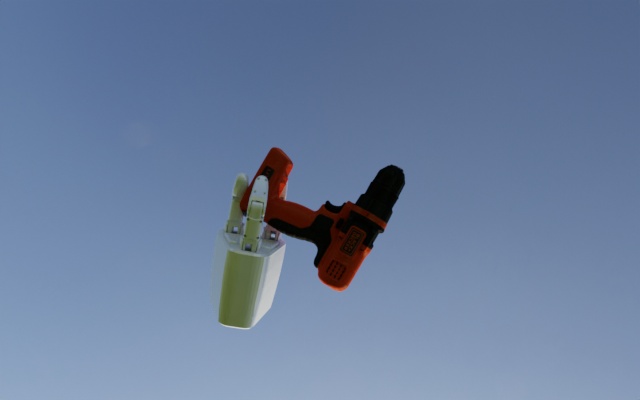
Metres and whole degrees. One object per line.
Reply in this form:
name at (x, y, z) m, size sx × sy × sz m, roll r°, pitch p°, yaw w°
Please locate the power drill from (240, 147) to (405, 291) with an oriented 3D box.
power drill at (0.000, 0.002, 0.649) m, size 0.187 × 0.184 × 0.057 m, roll 29°, pitch -5°, yaw 14°
